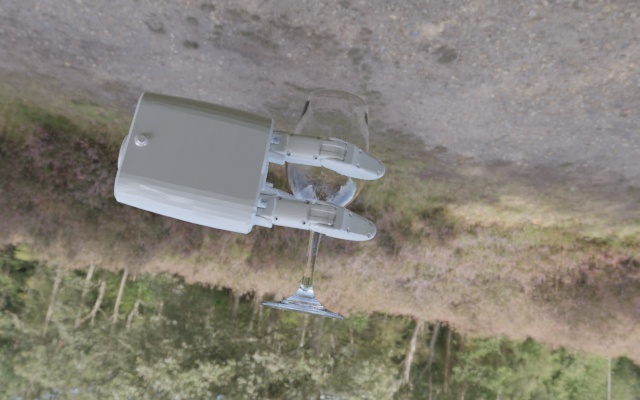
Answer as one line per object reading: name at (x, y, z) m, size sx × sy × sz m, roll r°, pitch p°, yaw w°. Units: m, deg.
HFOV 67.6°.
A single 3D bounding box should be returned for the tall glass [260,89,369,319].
tall glass at (0.000, 0.002, 0.439) m, size 0.079 × 0.201 × 0.079 m, roll 9°, pitch -15°, yaw 3°
